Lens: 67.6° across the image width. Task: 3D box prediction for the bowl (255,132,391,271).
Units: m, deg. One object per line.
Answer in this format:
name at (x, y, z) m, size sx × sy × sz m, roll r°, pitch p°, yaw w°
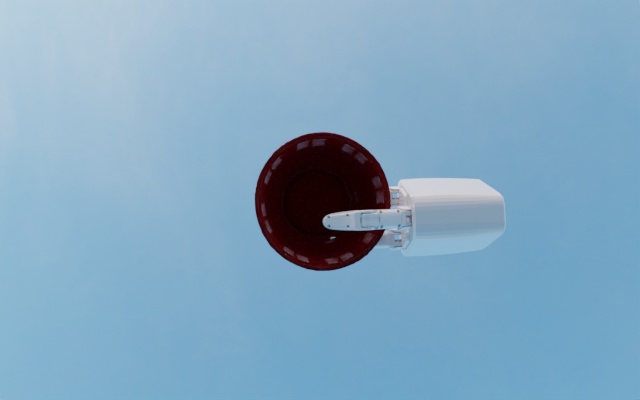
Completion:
bowl at (-0.001, 0.002, 0.578) m, size 0.162 × 0.162 × 0.055 m, roll 0°, pitch -2°, yaw -11°
